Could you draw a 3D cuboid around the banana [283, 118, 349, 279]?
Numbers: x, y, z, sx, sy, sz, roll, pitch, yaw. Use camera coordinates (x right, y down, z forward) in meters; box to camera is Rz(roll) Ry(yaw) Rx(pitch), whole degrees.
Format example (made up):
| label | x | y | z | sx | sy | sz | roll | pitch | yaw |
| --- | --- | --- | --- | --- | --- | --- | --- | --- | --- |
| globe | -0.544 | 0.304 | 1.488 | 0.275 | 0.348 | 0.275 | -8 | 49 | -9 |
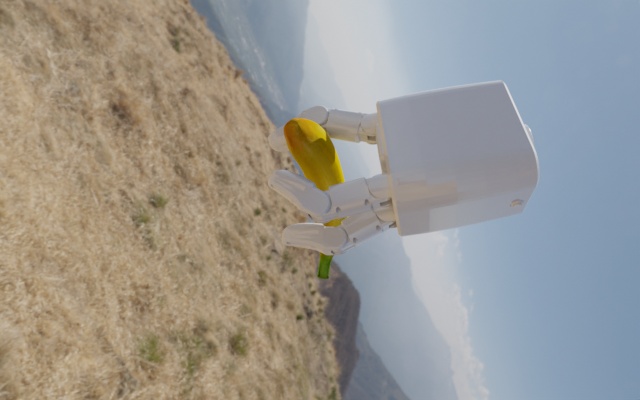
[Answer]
| label | x | y | z | sx | sy | sz | roll | pitch | yaw |
| --- | --- | --- | --- | --- | --- | --- | --- | --- | --- |
| banana | 0.002 | -0.010 | 0.443 | 0.037 | 0.069 | 0.198 | -2 | -45 | 11 |
